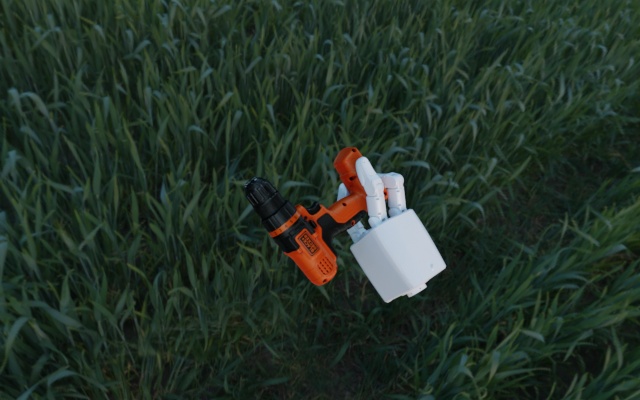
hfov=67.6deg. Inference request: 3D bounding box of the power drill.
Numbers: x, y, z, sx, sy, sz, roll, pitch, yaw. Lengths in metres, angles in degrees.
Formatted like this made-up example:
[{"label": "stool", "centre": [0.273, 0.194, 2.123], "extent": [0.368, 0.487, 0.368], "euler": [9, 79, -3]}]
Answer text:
[{"label": "power drill", "centre": [0.001, 0.002, 0.713], "extent": [0.187, 0.184, 0.057], "euler": [-43, 14, -25]}]
